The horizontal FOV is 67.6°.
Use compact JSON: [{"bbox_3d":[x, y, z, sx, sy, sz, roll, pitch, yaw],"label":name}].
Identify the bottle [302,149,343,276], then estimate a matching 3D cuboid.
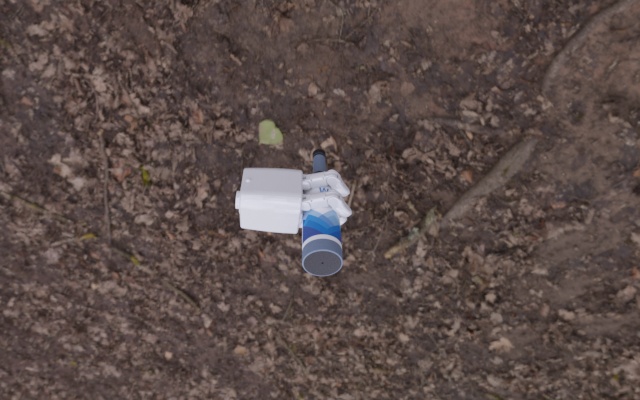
[{"bbox_3d":[0.000,0.003,0.880,0.069,0.069,0.295,0,42,-2],"label":"bottle"}]
